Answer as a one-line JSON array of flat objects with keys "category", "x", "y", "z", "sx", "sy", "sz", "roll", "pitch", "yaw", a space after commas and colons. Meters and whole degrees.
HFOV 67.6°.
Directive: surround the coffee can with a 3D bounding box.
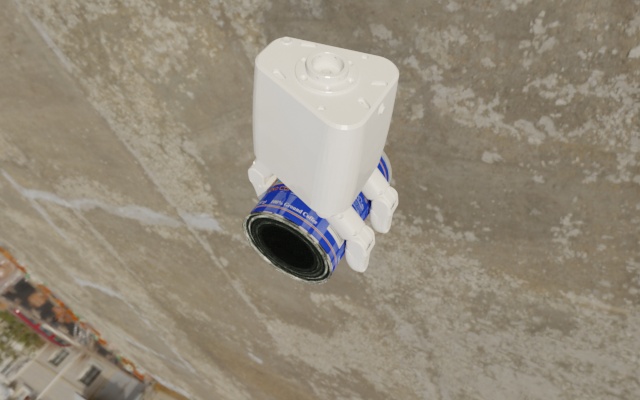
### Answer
[{"category": "coffee can", "x": 0.000, "y": 0.002, "z": 0.504, "sx": 0.103, "sy": 0.103, "sz": 0.140, "roll": 0, "pitch": 43, "yaw": 42}]
